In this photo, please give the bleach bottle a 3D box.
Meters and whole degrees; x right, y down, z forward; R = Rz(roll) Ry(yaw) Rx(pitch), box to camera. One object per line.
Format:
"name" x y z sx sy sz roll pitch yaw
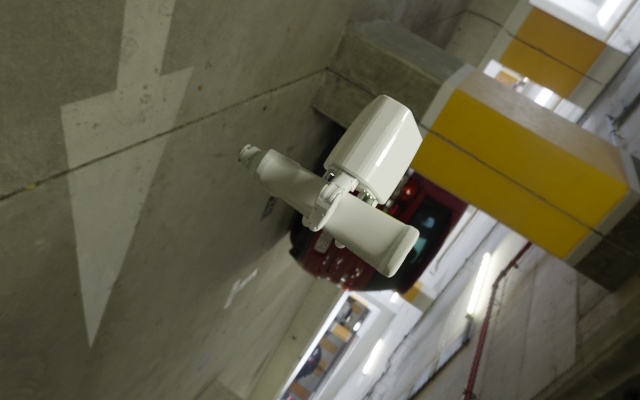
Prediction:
"bleach bottle" 0.000 0.002 0.611 0.251 0.068 0.102 33 -4 10
